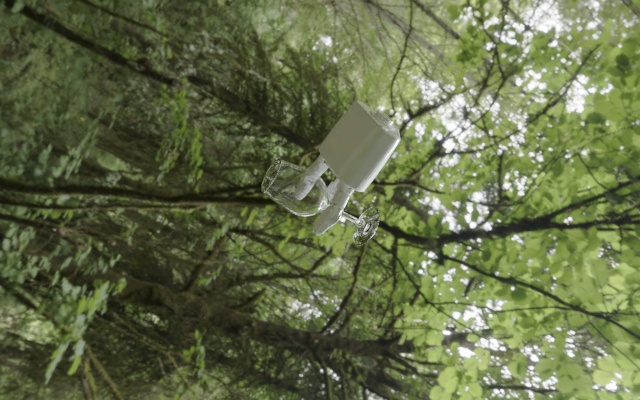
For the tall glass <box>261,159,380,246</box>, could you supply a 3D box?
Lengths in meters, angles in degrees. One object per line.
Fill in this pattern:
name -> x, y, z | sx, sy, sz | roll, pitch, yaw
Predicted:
tall glass -> 0.001, 0.003, 0.810 | 0.201, 0.079, 0.079 | 28, -11, -22
